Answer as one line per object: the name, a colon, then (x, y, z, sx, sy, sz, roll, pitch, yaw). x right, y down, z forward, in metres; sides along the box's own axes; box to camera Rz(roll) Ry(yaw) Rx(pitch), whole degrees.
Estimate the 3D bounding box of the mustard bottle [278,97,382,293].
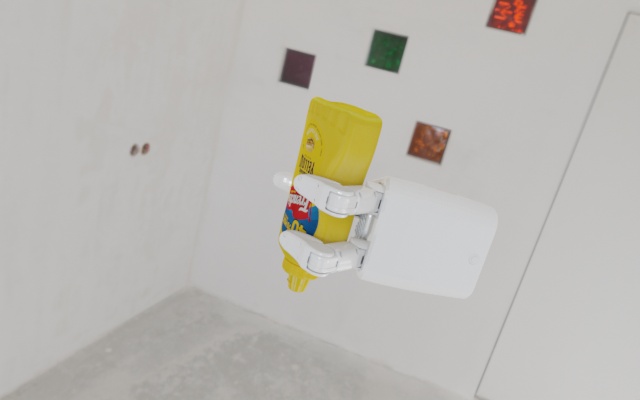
mustard bottle: (0.000, 0.001, 0.465, 0.058, 0.192, 0.096, 7, 17, -28)
